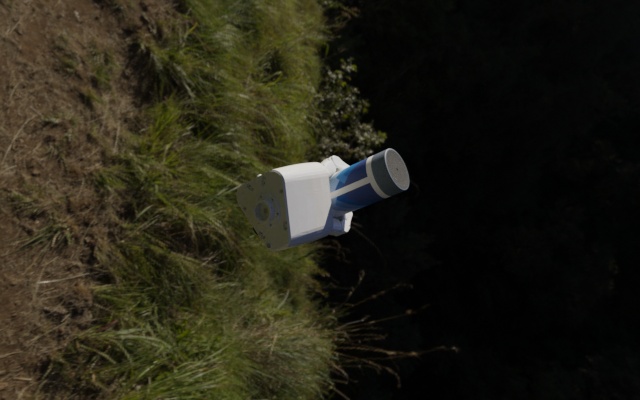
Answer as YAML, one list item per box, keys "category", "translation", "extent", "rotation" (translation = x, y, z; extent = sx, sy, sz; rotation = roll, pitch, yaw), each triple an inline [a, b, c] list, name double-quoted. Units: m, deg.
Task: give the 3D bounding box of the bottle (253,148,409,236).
- category: "bottle"
  translation: [0.000, 0.002, 0.780]
  extent: [0.296, 0.069, 0.069]
  rotation: [-23, -13, 33]
